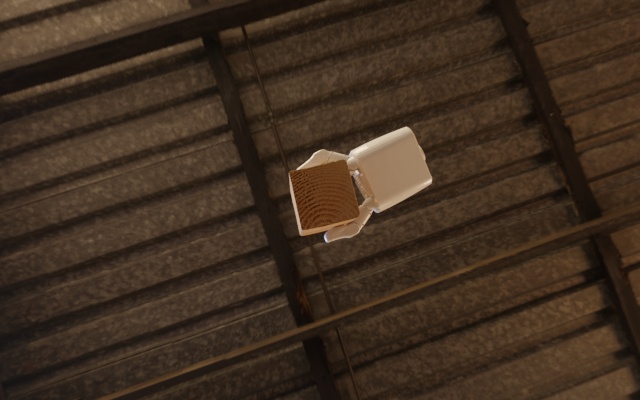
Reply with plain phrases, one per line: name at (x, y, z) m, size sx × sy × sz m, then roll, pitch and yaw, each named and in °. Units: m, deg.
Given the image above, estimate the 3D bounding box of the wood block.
wood block at (0.001, 0.003, 0.793) m, size 0.090 × 0.091 × 0.206 m, roll -13°, pitch -6°, yaw -4°
